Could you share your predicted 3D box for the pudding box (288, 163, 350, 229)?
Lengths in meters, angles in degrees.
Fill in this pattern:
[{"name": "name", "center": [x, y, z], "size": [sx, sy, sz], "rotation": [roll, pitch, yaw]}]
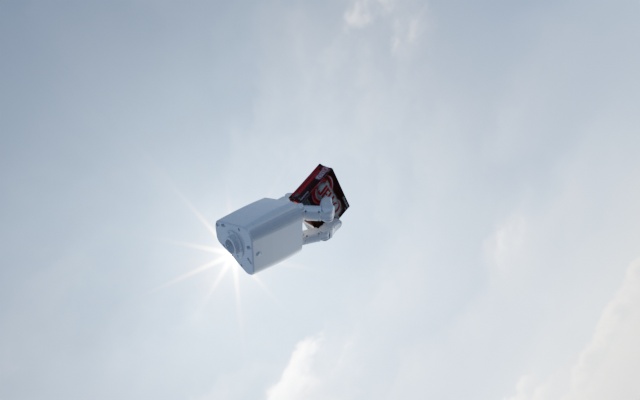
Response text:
[{"name": "pudding box", "center": [0.000, 0.003, 0.866], "size": [0.039, 0.090, 0.114], "rotation": [27, -23, 36]}]
